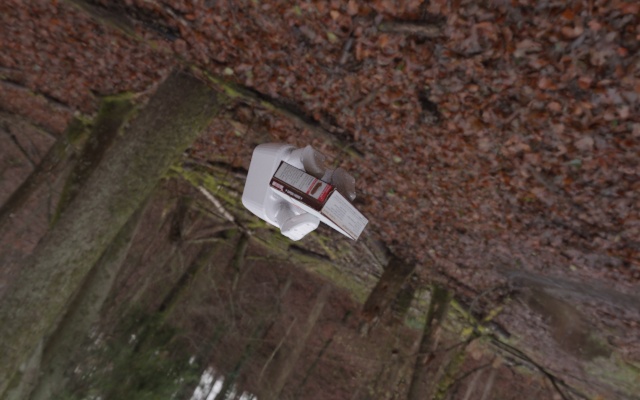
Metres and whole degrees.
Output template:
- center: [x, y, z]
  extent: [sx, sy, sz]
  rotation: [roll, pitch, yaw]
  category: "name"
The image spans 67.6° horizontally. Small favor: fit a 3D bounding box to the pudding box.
- center: [0.000, 0.002, 0.598]
  extent: [0.090, 0.039, 0.113]
  rotation: [27, -6, 33]
  category: "pudding box"
